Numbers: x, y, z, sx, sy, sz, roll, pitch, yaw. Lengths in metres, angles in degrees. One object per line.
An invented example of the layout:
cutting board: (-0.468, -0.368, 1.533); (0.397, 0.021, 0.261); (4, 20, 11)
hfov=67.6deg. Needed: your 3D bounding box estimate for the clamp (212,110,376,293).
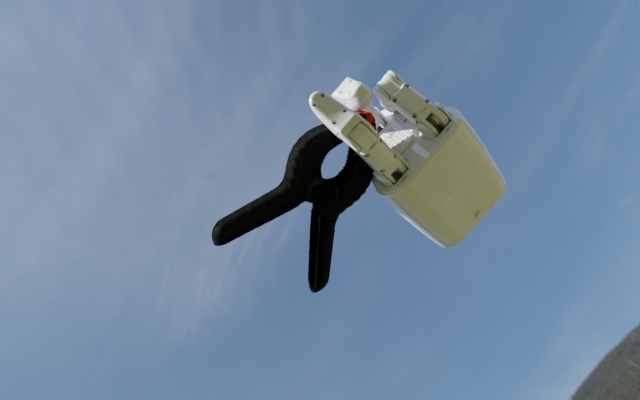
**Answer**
clamp: (0.000, 0.001, 0.427); (0.120, 0.171, 0.039); (40, 3, -33)
